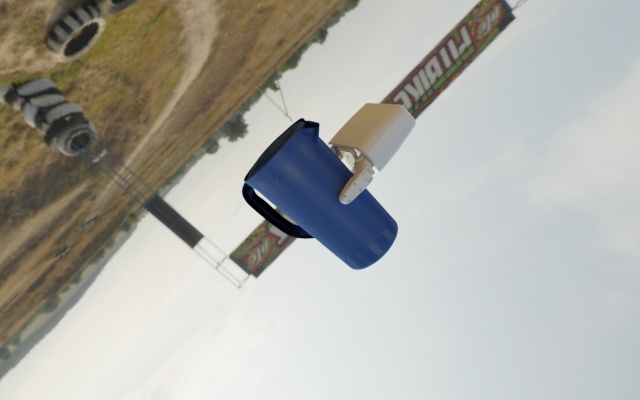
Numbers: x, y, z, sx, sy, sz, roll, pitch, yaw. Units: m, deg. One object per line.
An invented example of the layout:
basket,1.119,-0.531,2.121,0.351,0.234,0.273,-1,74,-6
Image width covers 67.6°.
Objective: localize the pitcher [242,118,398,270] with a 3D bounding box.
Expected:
pitcher,0.000,0.002,0.763,0.243,0.145,0.149,44,-15,-15
